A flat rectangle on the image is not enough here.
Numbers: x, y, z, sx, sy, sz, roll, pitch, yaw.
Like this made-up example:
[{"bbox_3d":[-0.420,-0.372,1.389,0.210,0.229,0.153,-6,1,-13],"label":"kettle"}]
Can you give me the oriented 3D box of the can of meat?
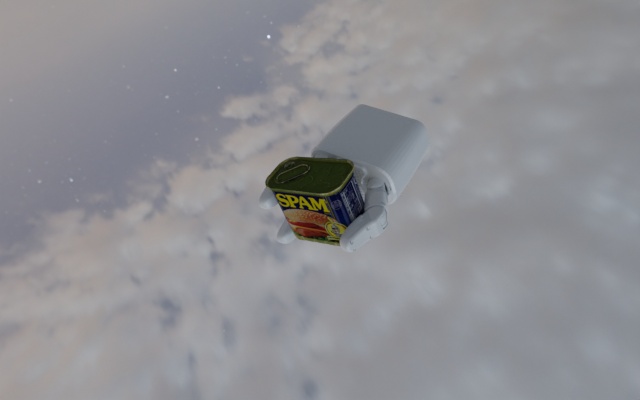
[{"bbox_3d":[0.000,0.002,0.537,0.102,0.084,0.057,7,46,35],"label":"can of meat"}]
